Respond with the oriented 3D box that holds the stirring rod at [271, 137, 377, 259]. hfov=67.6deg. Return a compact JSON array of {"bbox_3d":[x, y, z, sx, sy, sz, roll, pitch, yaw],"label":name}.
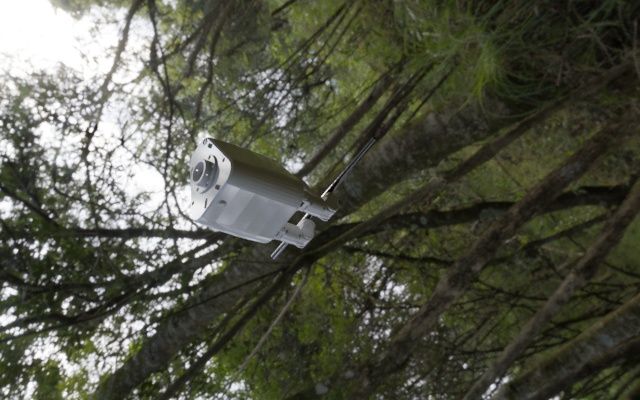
[{"bbox_3d":[0.000,0.002,0.678,0.239,0.011,0.011,-49,-25,23],"label":"stirring rod"}]
